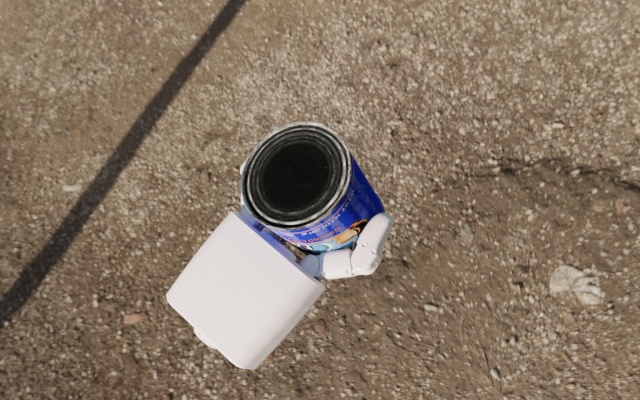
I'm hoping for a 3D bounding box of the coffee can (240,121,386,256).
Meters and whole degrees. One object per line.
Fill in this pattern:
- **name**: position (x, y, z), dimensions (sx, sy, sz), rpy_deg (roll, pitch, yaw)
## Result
- **coffee can**: position (0.000, 0.001, 0.467), dimensions (0.103, 0.102, 0.140), rpy_deg (0, -21, 21)
